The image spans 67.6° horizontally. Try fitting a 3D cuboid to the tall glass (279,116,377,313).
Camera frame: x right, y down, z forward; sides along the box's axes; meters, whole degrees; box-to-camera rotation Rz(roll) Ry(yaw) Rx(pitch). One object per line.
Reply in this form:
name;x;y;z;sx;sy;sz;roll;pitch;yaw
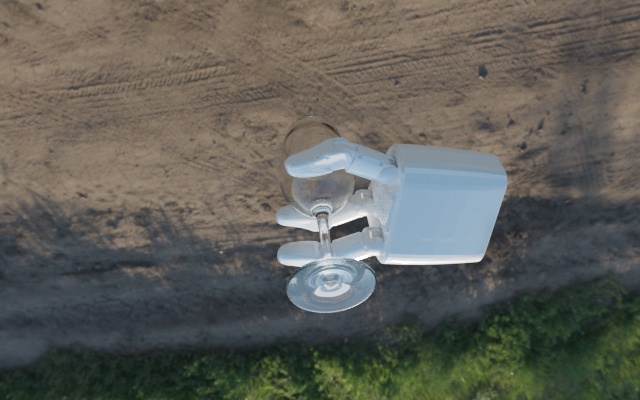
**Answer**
tall glass;0.000;0.002;0.458;0.079;0.079;0.200;0;44;-8
